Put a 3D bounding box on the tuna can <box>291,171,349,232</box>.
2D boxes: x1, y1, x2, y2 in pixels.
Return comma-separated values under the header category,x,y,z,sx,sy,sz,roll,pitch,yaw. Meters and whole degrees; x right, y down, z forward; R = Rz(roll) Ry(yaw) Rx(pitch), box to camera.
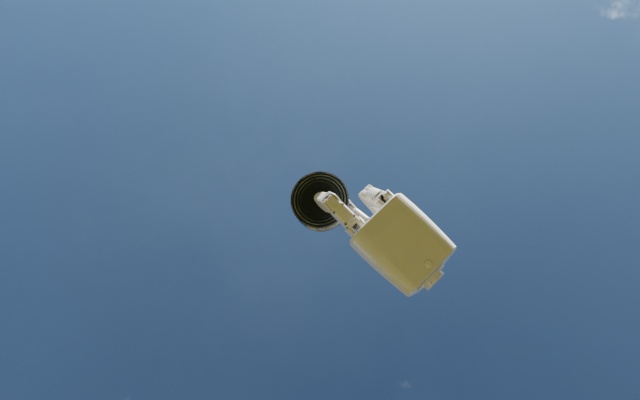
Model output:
category,x,y,z,sx,sy,sz,roll,pitch,yaw
tuna can,0.000,0.002,0.712,0.086,0.086,0.034,0,-15,6
